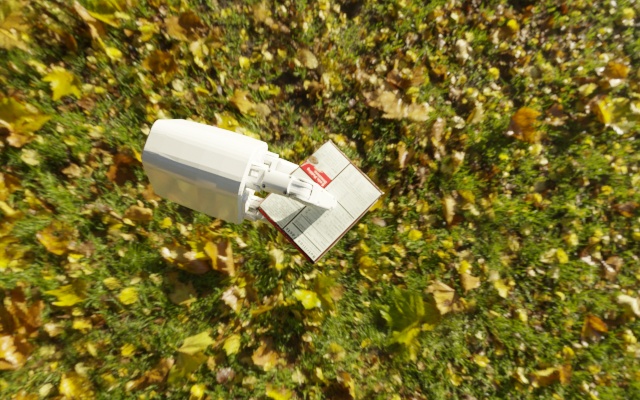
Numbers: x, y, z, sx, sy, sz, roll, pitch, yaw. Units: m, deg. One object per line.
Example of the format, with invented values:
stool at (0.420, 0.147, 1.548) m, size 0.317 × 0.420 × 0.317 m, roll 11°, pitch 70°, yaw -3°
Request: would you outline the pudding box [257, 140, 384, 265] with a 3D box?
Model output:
pudding box at (0.000, 0.002, 0.533) m, size 0.113 × 0.090 × 0.039 m, roll -44°, pitch -3°, yaw -6°
